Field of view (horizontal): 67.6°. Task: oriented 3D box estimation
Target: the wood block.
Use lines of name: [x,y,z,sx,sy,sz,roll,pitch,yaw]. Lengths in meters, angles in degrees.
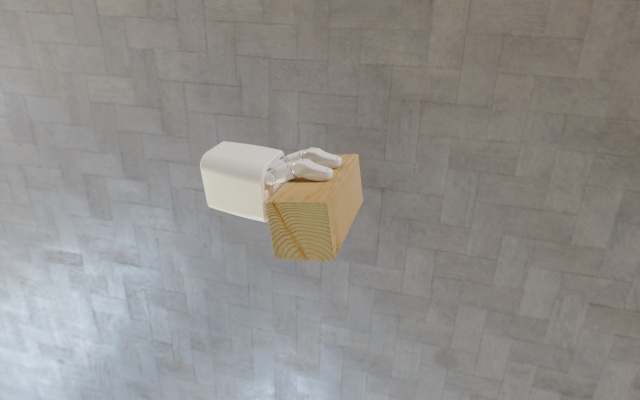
wood block: [0.000,0.003,0.739,0.090,0.091,0.206,1,24,17]
